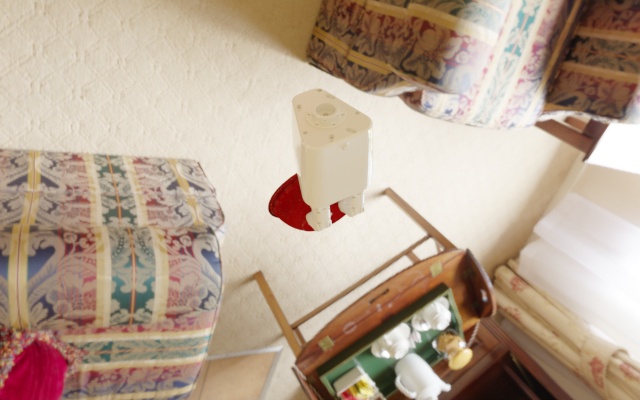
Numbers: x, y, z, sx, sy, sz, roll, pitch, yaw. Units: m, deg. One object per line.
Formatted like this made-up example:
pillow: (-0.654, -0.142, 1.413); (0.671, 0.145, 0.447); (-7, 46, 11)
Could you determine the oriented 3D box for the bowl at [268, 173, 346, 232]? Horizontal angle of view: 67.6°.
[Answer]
bowl: (0.001, 0.003, 0.762); (0.162, 0.055, 0.162); (-25, -23, -11)
